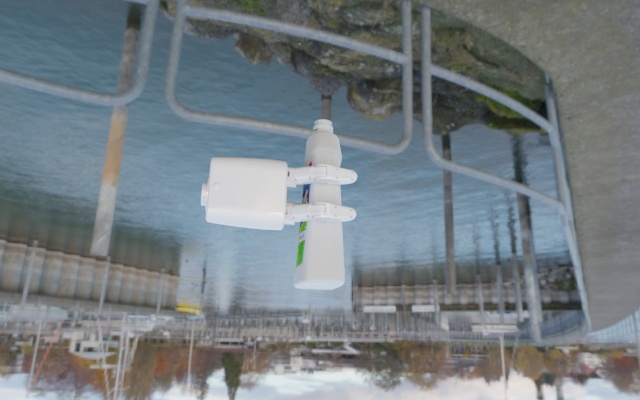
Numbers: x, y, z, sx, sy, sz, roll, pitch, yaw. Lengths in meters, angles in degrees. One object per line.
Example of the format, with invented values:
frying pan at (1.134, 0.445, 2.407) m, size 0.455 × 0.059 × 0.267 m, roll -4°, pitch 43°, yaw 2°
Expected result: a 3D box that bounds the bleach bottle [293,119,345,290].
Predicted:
bleach bottle at (0.000, 0.002, 0.716) m, size 0.068 × 0.250 × 0.102 m, roll 4°, pitch -17°, yaw -10°
